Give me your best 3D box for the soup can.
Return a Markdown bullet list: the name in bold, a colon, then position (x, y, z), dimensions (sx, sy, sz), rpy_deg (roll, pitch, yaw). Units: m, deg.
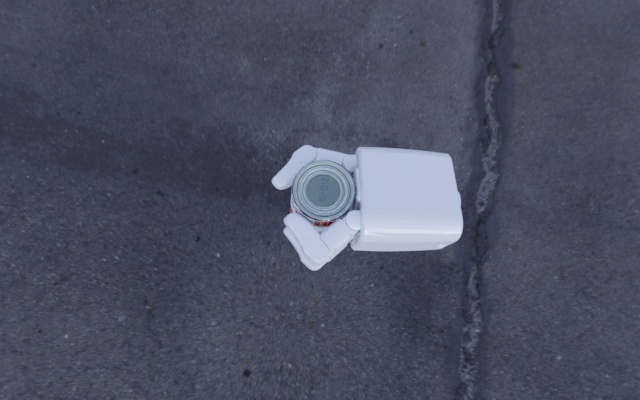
- **soup can**: position (0.000, 0.002, 0.537), dimensions (0.068, 0.068, 0.102), rpy_deg (0, -14, -4)
